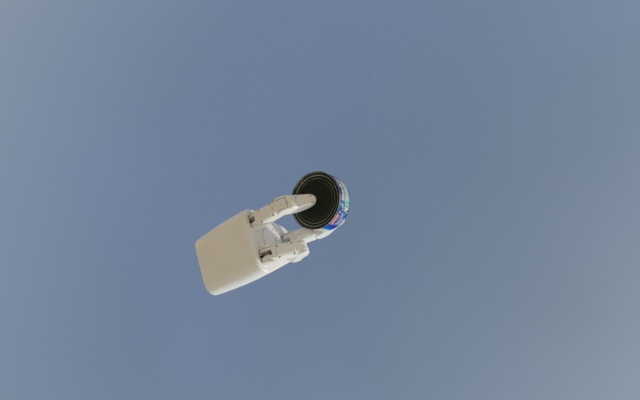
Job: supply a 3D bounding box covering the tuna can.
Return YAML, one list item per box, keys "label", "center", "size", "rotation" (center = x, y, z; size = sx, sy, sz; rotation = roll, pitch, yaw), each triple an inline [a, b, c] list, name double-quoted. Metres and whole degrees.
- label: "tuna can"
  center: [0.000, 0.002, 0.700]
  size: [0.086, 0.086, 0.034]
  rotation: [0, -9, 34]
